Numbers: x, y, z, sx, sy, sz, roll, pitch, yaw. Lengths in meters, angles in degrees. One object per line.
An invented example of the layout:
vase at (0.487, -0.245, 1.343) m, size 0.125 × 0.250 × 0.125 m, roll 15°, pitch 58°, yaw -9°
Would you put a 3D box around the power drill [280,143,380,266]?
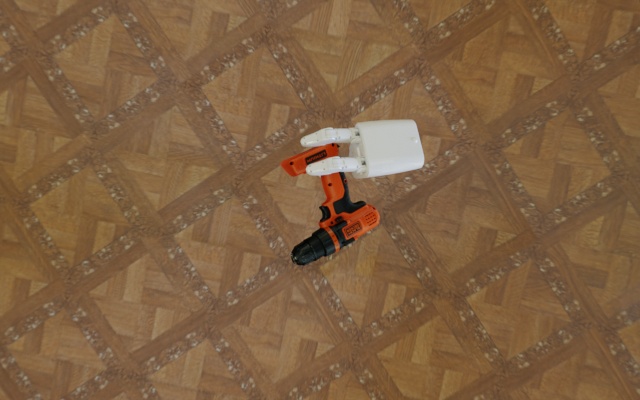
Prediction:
power drill at (0.000, 0.002, 0.851) m, size 0.184 × 0.188 × 0.057 m, roll -28°, pitch 12°, yaw -23°
